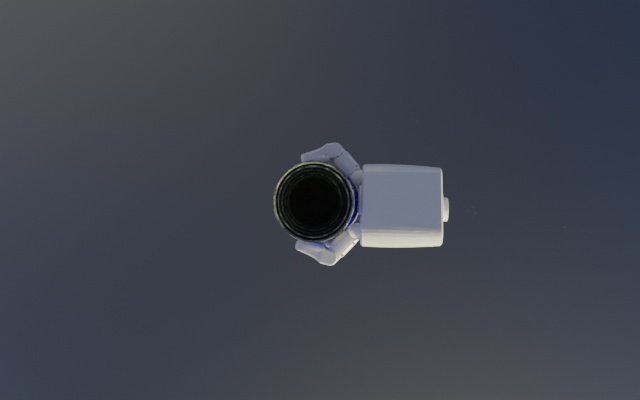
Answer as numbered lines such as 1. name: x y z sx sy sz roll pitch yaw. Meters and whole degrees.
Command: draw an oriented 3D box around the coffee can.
1. coffee can: 0.000 0.002 0.660 0.103 0.103 0.140 0 0 8
